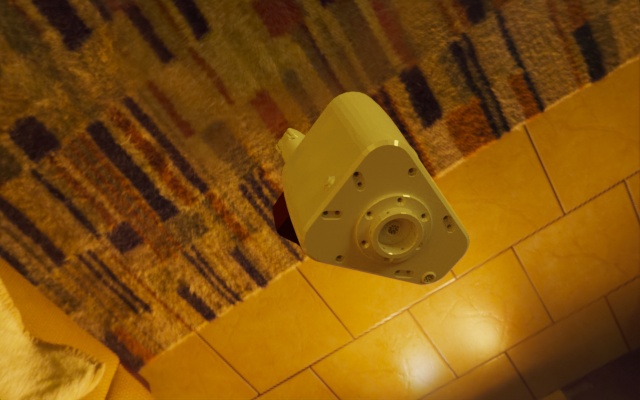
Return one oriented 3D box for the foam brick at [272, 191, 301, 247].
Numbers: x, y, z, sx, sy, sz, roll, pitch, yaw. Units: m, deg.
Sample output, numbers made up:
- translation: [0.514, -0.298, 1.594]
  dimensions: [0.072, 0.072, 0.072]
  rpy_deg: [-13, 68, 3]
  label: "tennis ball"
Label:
- translation: [0.000, 0.002, 0.430]
  dimensions: [0.053, 0.078, 0.051]
  rpy_deg: [30, 18, -23]
  label: "foam brick"
